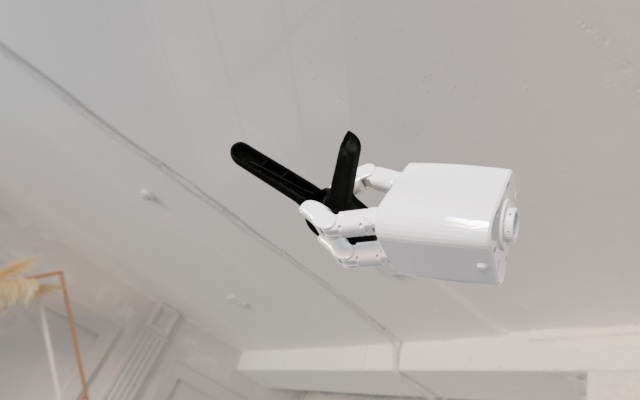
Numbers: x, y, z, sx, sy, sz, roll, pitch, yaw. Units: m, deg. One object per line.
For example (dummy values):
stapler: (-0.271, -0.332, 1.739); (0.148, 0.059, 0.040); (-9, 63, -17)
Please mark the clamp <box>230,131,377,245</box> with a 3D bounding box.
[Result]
clamp: (0.001, 0.002, 0.542); (0.164, 0.036, 0.210); (7, -36, 33)
